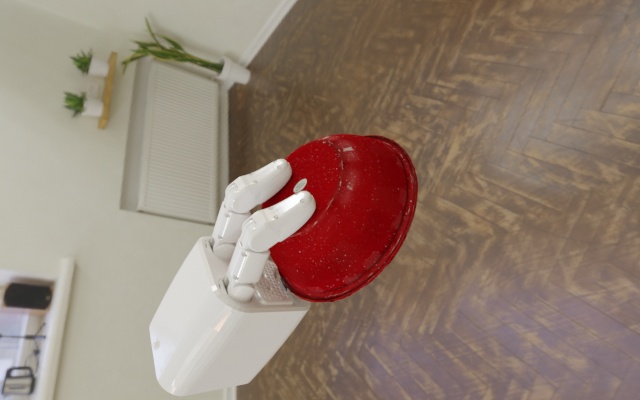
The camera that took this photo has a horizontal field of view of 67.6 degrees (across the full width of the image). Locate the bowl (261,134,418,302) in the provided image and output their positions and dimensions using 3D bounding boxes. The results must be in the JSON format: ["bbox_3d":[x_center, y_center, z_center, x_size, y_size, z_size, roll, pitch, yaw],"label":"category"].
[{"bbox_3d":[0.000,0.000,0.409,0.162,0.162,0.055,0,-26,46],"label":"bowl"}]
